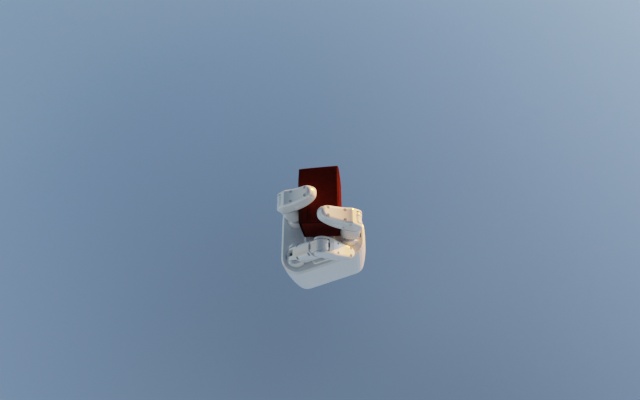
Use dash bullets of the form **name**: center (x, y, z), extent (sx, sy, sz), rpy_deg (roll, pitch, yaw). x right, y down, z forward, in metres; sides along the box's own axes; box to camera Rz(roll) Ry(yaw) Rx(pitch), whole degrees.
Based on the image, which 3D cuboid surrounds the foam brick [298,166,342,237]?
- **foam brick**: center (0.000, 0.002, 0.618), extent (0.053, 0.078, 0.051), rpy_deg (-3, -24, 6)
